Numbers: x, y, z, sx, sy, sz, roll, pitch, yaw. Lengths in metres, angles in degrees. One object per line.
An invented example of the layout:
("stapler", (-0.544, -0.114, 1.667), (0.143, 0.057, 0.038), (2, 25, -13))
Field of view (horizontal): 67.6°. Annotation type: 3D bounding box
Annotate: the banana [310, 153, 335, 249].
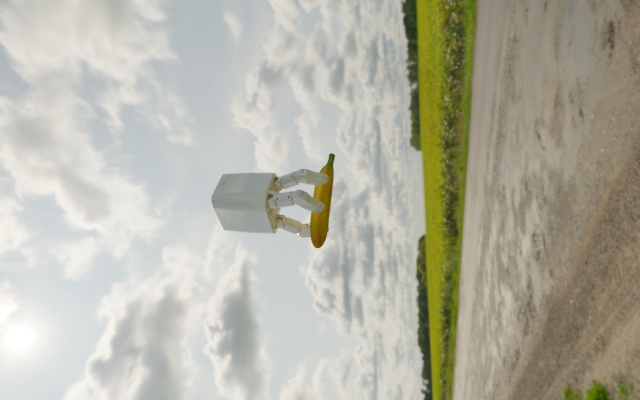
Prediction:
("banana", (0.001, 0.009, 0.906), (0.037, 0.197, 0.070), (5, -27, 4))
